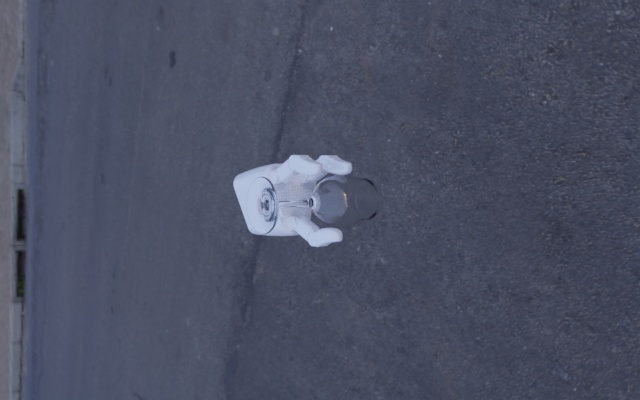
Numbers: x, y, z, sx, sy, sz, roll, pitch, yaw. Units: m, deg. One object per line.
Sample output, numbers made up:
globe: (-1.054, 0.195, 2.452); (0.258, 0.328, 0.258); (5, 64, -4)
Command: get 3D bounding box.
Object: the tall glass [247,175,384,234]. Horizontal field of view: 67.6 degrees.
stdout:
tall glass: (0.000, 0.002, 0.677); (0.201, 0.079, 0.079); (-3, 2, -40)
